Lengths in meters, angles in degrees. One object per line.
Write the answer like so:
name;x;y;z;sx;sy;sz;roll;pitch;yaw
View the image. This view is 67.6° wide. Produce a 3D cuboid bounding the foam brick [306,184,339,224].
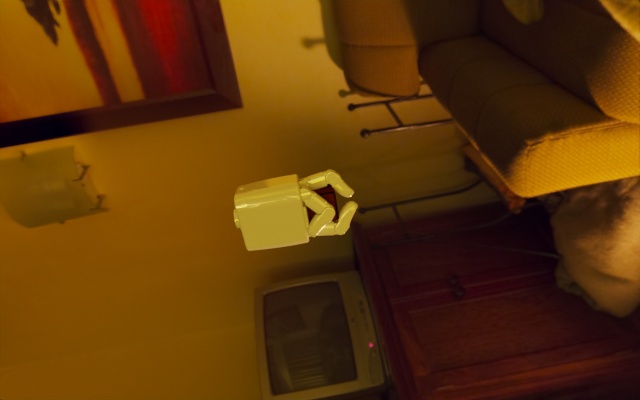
foam brick;0.000;0.003;0.826;0.051;0.053;0.078;-10;15;-1
